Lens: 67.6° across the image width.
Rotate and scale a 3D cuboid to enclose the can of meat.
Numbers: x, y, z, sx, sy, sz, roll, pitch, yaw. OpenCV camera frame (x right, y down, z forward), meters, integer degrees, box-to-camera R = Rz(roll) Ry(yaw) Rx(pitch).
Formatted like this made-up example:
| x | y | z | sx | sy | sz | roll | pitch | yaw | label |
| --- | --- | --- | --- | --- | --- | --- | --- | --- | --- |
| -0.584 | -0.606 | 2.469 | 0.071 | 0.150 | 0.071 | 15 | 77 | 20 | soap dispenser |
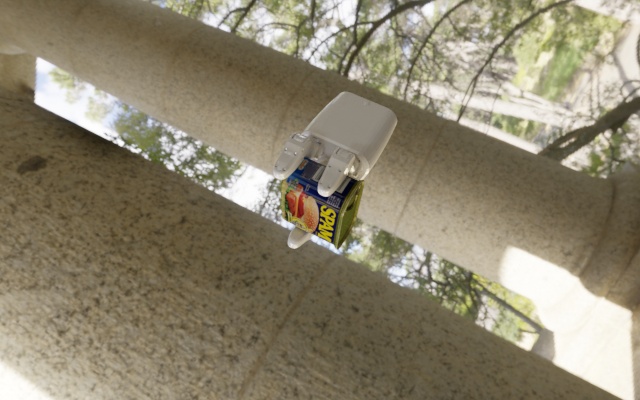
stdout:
| x | y | z | sx | sy | sz | roll | pitch | yaw | label |
| --- | --- | --- | --- | --- | --- | --- | --- | --- | --- |
| 0.000 | 0.002 | 0.583 | 0.084 | 0.057 | 0.102 | 26 | -34 | 13 | can of meat |
